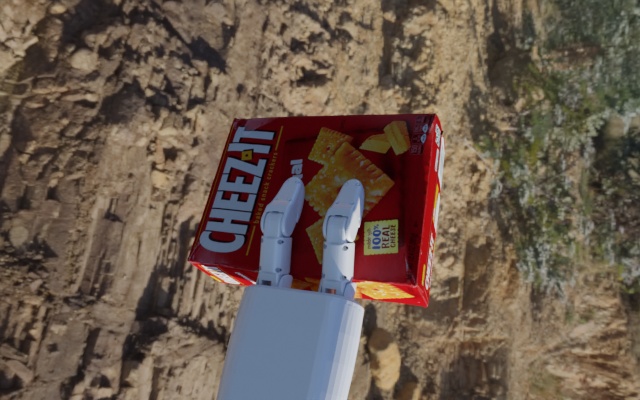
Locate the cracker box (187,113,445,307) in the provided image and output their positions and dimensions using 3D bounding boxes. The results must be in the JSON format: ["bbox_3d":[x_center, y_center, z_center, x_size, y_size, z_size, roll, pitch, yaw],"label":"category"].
[{"bbox_3d":[0.000,0.002,0.451,0.213,0.164,0.072,3,-26,21],"label":"cracker box"}]
